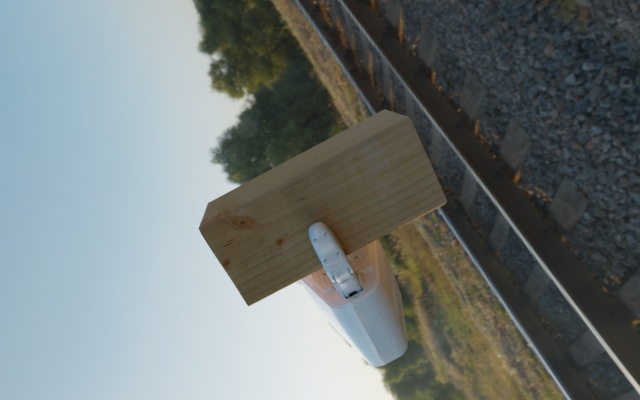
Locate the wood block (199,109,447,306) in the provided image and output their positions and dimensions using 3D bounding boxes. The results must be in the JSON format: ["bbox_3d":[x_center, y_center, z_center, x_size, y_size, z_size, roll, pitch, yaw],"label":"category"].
[{"bbox_3d":[0.000,0.002,0.461,0.206,0.090,0.090,-28,18,1],"label":"wood block"}]
